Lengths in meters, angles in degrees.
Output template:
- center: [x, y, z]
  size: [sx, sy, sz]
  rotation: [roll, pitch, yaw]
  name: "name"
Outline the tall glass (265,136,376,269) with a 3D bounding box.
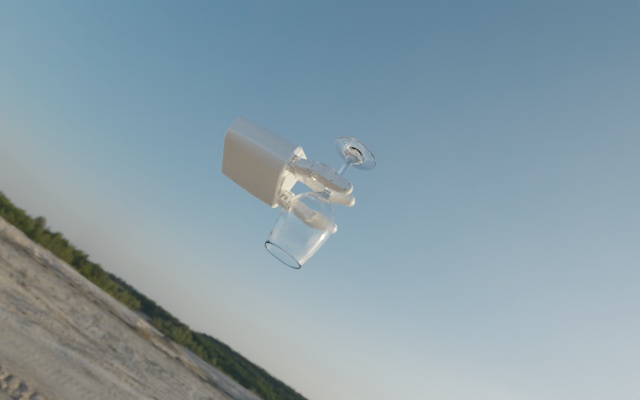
- center: [0.001, 0.002, 0.701]
  size: [0.079, 0.201, 0.079]
  rotation: [29, -23, 14]
  name: "tall glass"
